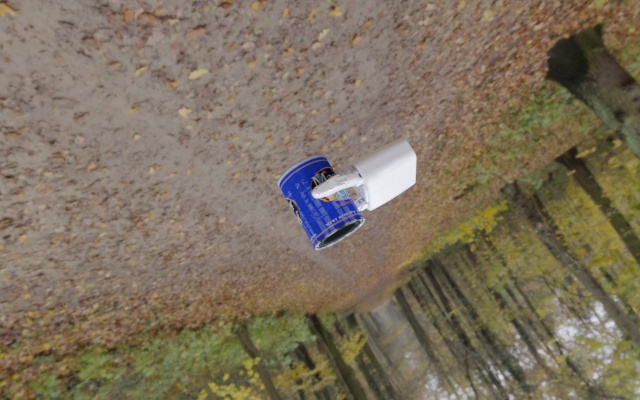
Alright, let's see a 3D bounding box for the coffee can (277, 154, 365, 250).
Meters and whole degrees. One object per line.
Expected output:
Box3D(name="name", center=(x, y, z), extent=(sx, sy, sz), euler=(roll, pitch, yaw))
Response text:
Box3D(name="coffee can", center=(0.000, 0.003, 0.856), extent=(0.103, 0.140, 0.103), euler=(-29, -15, -9))
